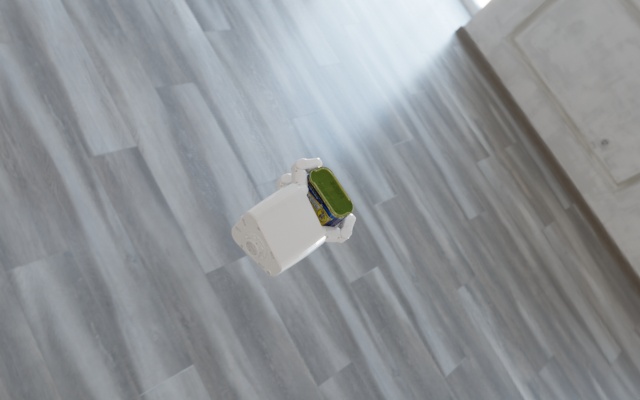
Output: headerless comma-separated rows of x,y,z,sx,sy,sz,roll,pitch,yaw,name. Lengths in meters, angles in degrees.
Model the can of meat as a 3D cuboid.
0.000,0.003,0.835,0.057,0.102,0.084,-28,-9,-40,can of meat
